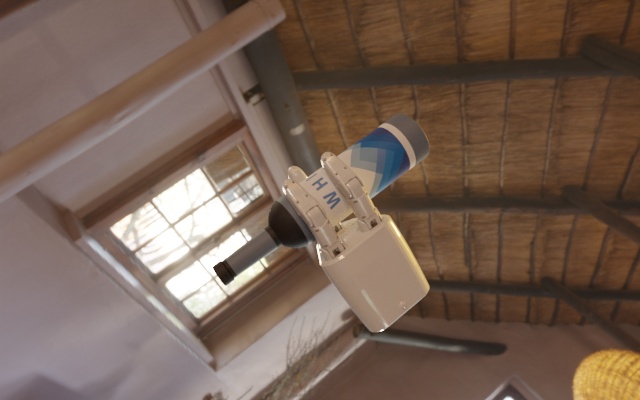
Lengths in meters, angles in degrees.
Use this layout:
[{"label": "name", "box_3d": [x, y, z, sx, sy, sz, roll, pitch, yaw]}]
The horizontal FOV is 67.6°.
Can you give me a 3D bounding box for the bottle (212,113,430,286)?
[{"label": "bottle", "box_3d": [0.000, 0.002, 0.573, 0.295, 0.069, 0.069, -36, 9, -13]}]
